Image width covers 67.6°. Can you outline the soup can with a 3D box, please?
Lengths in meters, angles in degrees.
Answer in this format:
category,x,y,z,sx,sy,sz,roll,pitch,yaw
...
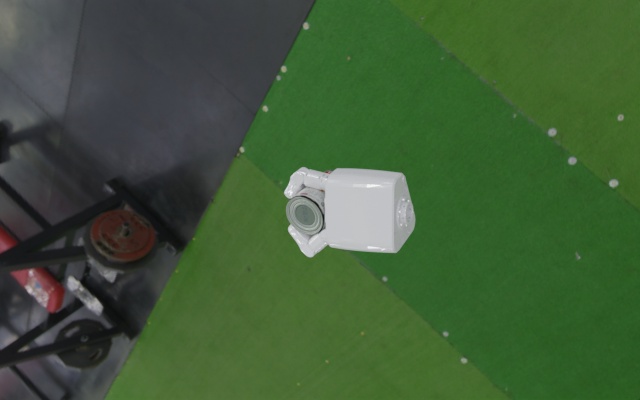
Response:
category,x,y,z,sx,sy,sz,roll,pitch,yaw
soup can,0.000,0.002,0.752,0.068,0.068,0.102,0,25,32
